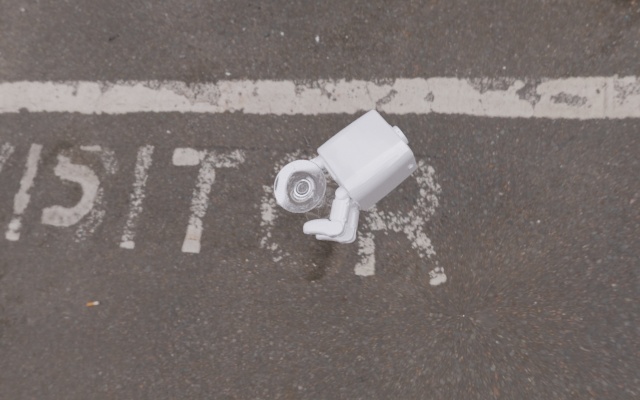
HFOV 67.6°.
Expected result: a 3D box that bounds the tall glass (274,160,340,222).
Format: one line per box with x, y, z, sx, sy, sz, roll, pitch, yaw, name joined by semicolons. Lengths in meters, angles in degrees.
0.000;0.002;0.732;0.079;0.079;0.201;0;-13;17;tall glass
